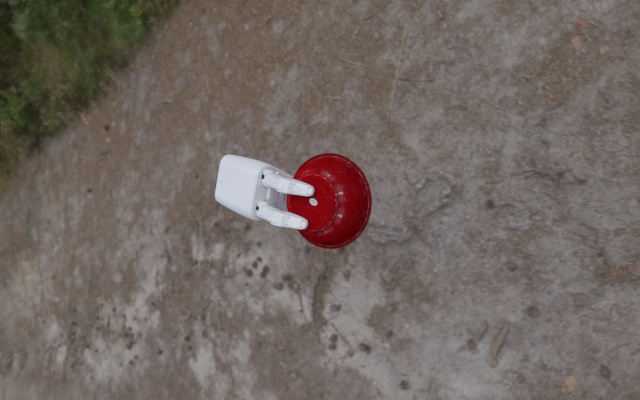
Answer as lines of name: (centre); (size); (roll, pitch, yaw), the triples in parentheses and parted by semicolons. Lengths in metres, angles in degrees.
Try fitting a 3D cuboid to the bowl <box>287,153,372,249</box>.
bowl: (0.001, 0.003, 0.780); (0.162, 0.162, 0.055); (0, 3, 30)
